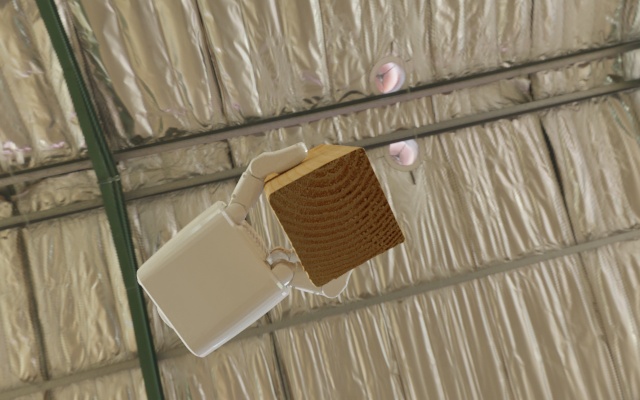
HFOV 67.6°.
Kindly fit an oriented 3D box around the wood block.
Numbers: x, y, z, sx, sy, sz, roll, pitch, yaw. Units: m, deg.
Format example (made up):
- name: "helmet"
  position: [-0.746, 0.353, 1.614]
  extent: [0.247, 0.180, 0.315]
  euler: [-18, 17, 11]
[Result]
- name: "wood block"
  position: [0.000, 0.002, 0.489]
  extent: [0.090, 0.091, 0.206]
  euler: [-28, 11, -4]
